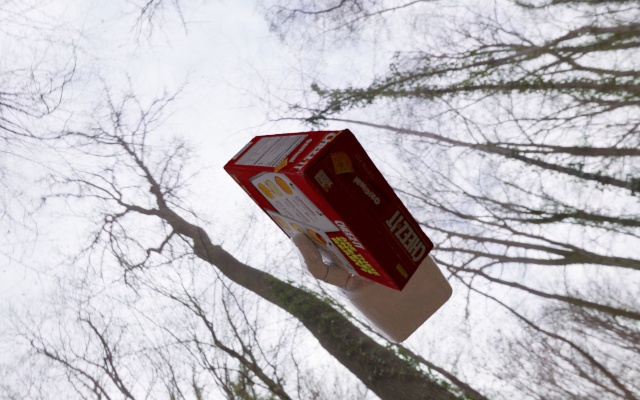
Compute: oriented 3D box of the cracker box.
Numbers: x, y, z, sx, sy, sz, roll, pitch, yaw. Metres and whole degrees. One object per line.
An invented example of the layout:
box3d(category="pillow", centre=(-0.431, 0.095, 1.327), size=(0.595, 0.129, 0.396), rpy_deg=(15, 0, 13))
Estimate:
box3d(category="cracker box", centre=(0.000, 0.002, 0.535), size=(0.164, 0.072, 0.213), rpy_deg=(50, -19, -24))
